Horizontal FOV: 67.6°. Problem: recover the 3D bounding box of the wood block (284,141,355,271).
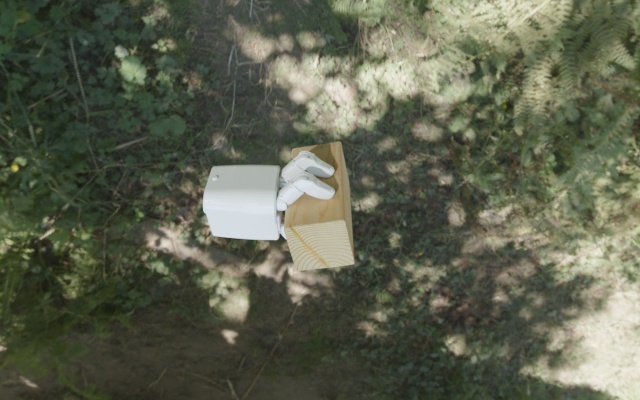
[{"bbox_3d":[0.000,0.003,0.762,0.090,0.091,0.206,-8,38,7],"label":"wood block"}]
